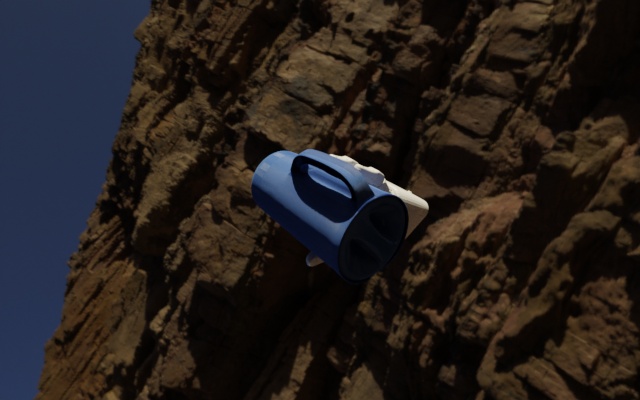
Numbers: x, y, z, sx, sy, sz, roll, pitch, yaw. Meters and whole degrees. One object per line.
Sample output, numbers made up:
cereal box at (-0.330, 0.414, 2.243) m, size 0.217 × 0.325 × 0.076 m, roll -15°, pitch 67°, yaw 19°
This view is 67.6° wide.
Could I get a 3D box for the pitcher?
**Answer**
pitcher at (0.000, 0.002, 0.711) m, size 0.145 × 0.149 × 0.242 m, roll 14°, pitch 13°, yaw -46°
